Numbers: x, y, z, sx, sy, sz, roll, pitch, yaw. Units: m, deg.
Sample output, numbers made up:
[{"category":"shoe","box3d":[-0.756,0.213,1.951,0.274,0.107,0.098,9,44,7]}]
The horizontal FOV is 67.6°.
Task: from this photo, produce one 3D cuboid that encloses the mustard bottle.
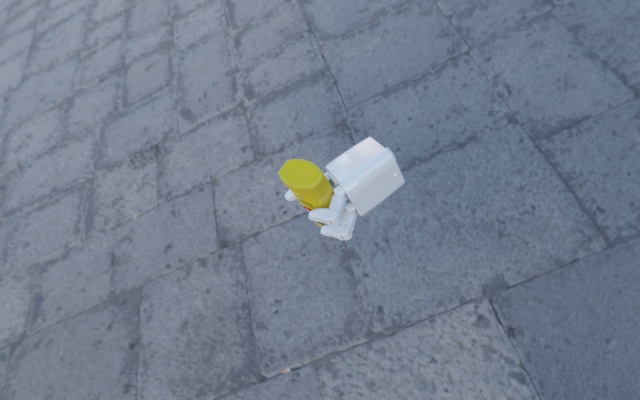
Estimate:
[{"category":"mustard bottle","box3d":[0.000,0.003,0.897,0.096,0.058,0.192,23,-20,37]}]
